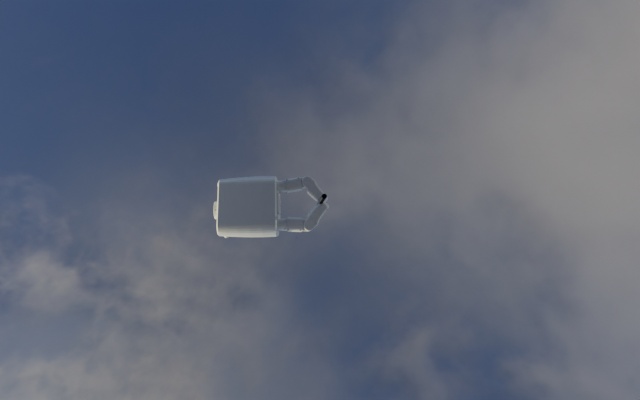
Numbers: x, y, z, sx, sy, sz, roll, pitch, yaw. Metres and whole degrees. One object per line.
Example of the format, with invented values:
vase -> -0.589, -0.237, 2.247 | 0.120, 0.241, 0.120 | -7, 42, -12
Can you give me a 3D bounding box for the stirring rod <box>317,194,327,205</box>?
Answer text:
stirring rod -> 0.000, 0.003, 0.855 | 0.011, 0.011, 0.239 | 0, -4, -3
